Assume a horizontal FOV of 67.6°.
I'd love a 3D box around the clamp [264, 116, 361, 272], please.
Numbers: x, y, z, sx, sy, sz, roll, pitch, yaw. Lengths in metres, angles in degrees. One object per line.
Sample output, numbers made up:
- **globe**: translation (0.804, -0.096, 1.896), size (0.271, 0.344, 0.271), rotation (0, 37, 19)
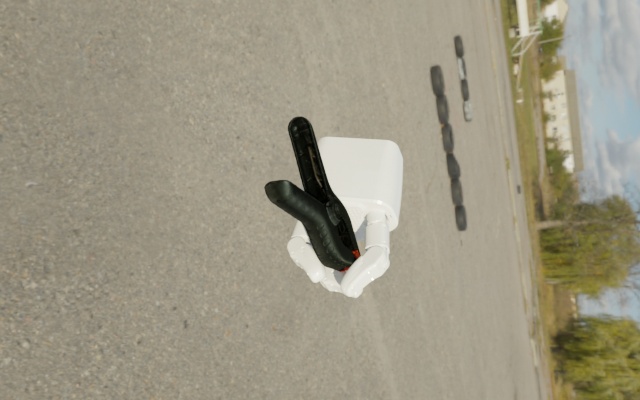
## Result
- **clamp**: translation (0.001, 0.002, 0.484), size (0.039, 0.120, 0.172), rotation (-8, -44, 24)
